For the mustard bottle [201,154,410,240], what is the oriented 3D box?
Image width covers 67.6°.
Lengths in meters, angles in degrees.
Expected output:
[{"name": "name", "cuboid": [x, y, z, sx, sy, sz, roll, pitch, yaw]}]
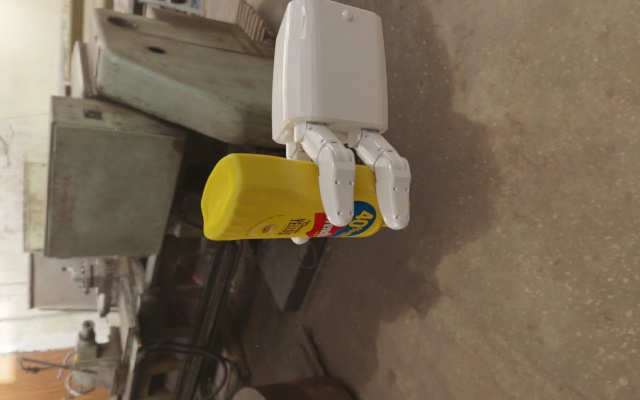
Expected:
[{"name": "mustard bottle", "cuboid": [0.000, 0.002, 0.422, 0.191, 0.058, 0.096, 2, -28, -30]}]
